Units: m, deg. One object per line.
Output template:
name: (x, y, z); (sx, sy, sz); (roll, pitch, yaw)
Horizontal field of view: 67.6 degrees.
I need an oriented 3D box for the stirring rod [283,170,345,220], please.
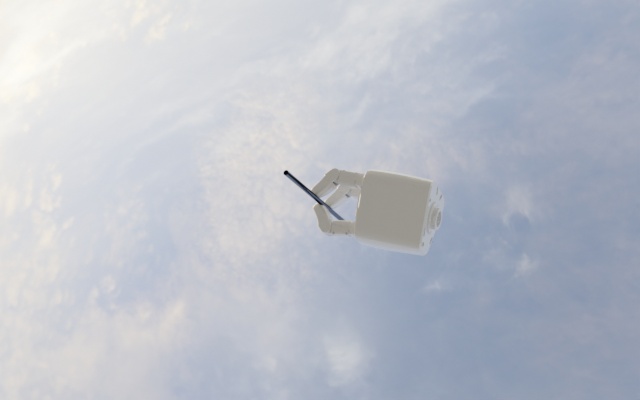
stirring rod: (0.000, 0.003, 0.775); (0.011, 0.011, 0.240); (0, -20, 26)
